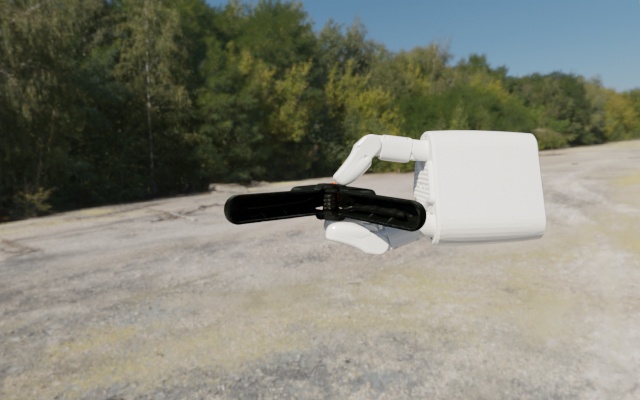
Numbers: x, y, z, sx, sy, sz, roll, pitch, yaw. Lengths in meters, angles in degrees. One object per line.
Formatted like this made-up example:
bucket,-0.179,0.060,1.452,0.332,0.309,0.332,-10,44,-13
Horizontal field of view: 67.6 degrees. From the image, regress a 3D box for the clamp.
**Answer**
clamp,0.000,0.001,0.473,0.164,0.036,0.210,2,6,-2
